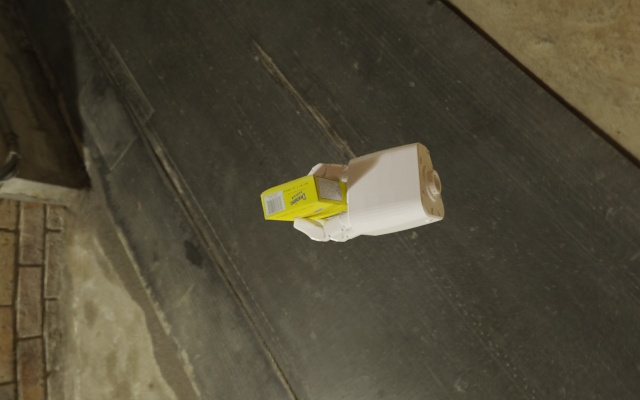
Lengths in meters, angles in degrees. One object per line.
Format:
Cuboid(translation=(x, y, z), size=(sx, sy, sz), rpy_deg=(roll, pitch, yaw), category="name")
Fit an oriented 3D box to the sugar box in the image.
Cuboid(translation=(0.000, 0.003, 0.722), size=(0.093, 0.048, 0.176), rpy_deg=(-18, -15, 29), category="sugar box")
